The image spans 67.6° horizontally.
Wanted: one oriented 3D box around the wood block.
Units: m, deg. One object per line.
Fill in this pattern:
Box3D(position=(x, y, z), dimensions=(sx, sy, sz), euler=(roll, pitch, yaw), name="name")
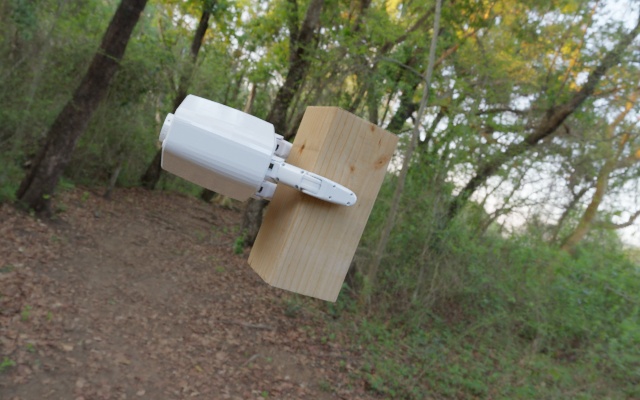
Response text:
Box3D(position=(0.000, 0.002, 0.567), dimensions=(0.090, 0.206, 0.091), euler=(20, 2, -27), name="wood block")
